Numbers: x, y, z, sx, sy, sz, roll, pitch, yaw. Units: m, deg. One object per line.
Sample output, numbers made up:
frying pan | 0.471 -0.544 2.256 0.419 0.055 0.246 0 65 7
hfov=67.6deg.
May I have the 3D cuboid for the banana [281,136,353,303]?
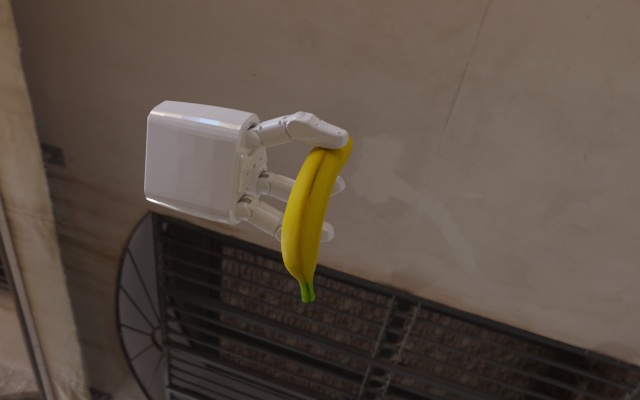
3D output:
banana | -0.003 -0.006 0.464 0.037 0.197 0.070 8 -32 14
